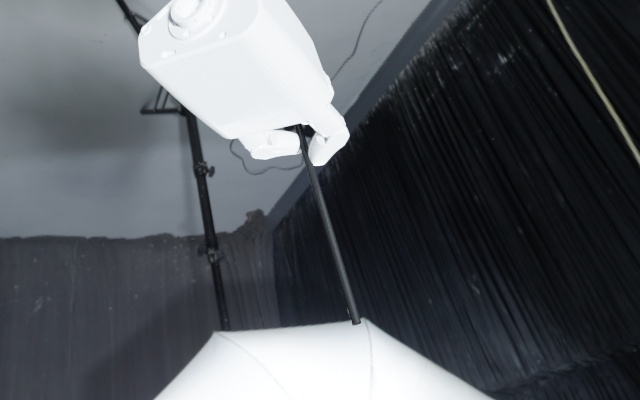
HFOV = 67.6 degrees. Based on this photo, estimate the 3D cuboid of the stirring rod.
[{"bbox_3d":[0.000,0.001,0.454,0.011,0.239,0.011,-13,-29,-7],"label":"stirring rod"}]
